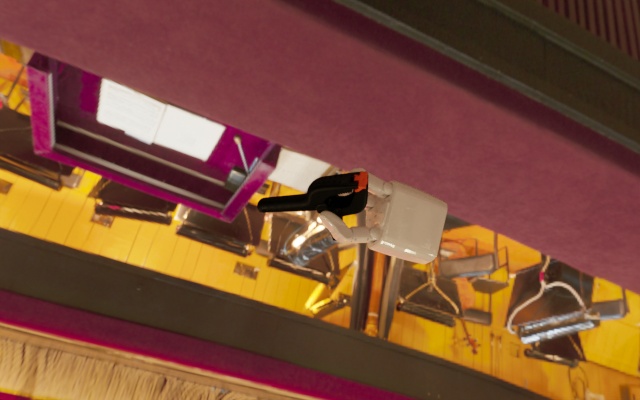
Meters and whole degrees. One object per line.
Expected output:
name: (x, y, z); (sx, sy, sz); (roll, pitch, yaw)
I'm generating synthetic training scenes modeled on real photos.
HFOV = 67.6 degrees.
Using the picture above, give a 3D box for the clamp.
clamp: (0.000, 0.003, 0.752); (0.164, 0.036, 0.210); (18, -29, -17)
